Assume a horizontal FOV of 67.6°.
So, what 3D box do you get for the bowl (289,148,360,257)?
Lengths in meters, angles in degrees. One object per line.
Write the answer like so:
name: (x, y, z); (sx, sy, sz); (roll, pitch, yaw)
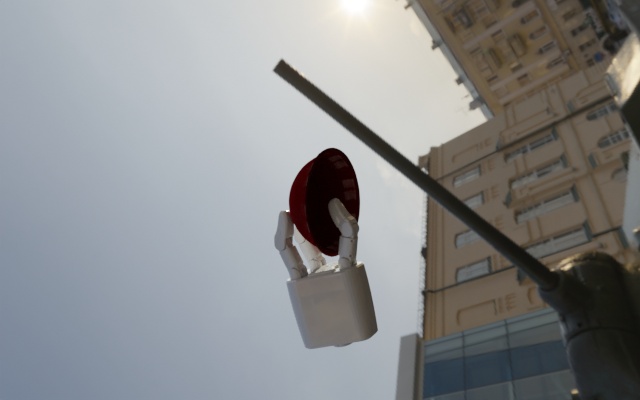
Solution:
bowl: (0.000, 0.001, 0.720); (0.055, 0.162, 0.162); (0, 0, 32)
